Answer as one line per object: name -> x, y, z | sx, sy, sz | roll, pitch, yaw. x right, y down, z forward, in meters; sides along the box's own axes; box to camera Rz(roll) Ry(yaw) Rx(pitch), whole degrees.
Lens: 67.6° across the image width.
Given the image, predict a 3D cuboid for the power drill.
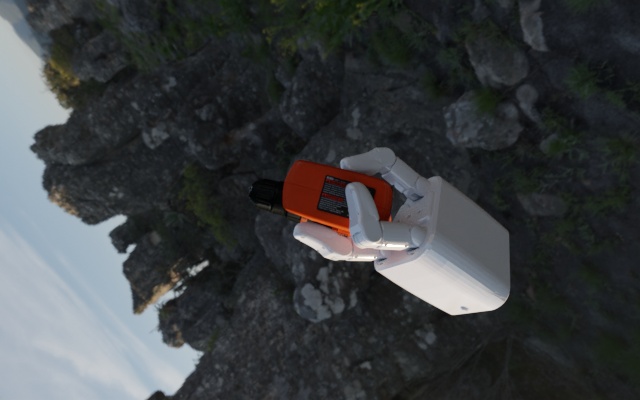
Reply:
power drill -> 0.000, 0.002, 0.540 | 0.184, 0.057, 0.187 | 13, -5, 0
